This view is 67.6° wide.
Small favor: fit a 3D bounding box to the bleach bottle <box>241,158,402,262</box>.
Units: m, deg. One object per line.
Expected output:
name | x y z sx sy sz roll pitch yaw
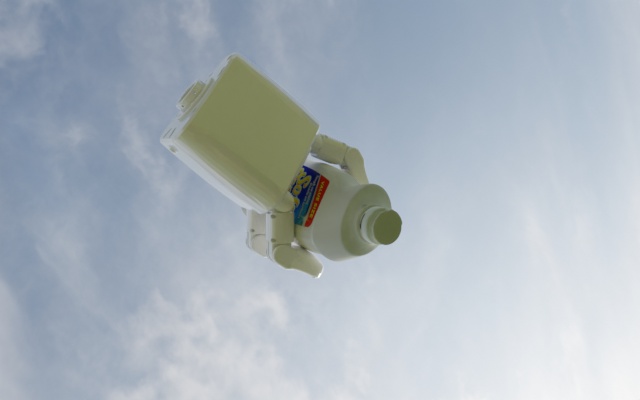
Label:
bleach bottle | 0.000 0.002 0.490 0.068 0.102 0.251 38 -12 -26
